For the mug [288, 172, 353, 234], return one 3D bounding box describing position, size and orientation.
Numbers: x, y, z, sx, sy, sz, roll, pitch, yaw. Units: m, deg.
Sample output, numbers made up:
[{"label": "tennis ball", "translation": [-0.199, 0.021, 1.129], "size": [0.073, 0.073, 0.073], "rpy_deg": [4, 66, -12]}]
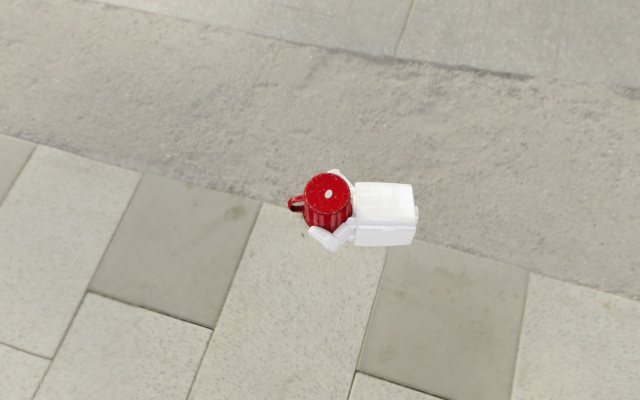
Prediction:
[{"label": "mug", "translation": [-0.001, 0.003, 0.844], "size": [0.117, 0.093, 0.081], "rpy_deg": [-1, -24, 1]}]
